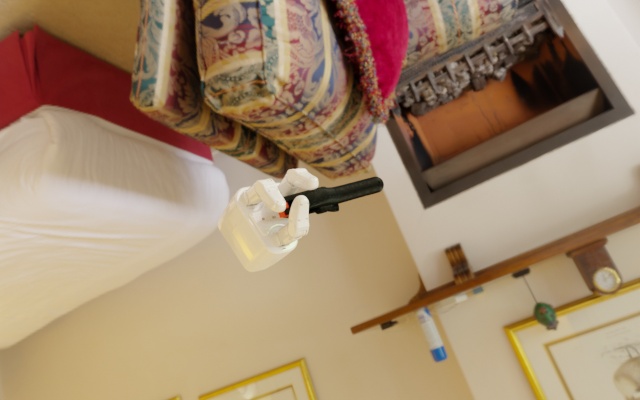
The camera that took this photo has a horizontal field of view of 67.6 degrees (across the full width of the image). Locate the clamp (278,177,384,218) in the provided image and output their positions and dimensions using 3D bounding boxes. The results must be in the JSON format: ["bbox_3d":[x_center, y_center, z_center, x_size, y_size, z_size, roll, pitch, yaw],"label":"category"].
[{"bbox_3d":[0.000,0.003,0.720,0.171,0.039,0.120,-9,-18,-33],"label":"clamp"}]
